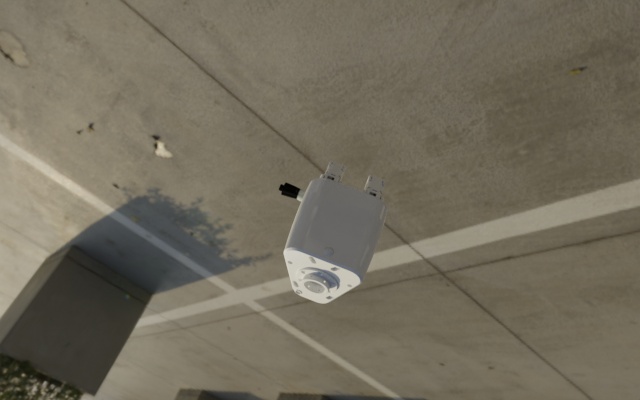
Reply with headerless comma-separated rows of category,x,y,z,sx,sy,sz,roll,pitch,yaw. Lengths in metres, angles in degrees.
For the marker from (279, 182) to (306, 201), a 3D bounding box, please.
marker,0.000,0.002,0.659,0.121,0.020,0.020,20,1,3
